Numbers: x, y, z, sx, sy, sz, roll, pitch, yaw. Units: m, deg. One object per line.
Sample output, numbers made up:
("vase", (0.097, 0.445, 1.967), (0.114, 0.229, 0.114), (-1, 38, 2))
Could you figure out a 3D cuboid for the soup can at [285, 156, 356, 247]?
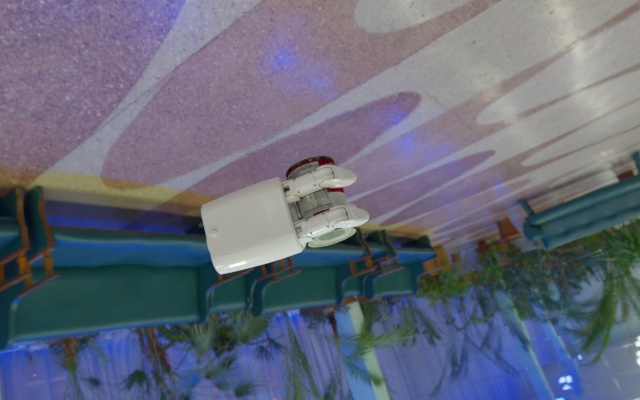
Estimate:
("soup can", (0.001, 0.002, 0.624), (0.068, 0.102, 0.068), (-16, -19, -6))
